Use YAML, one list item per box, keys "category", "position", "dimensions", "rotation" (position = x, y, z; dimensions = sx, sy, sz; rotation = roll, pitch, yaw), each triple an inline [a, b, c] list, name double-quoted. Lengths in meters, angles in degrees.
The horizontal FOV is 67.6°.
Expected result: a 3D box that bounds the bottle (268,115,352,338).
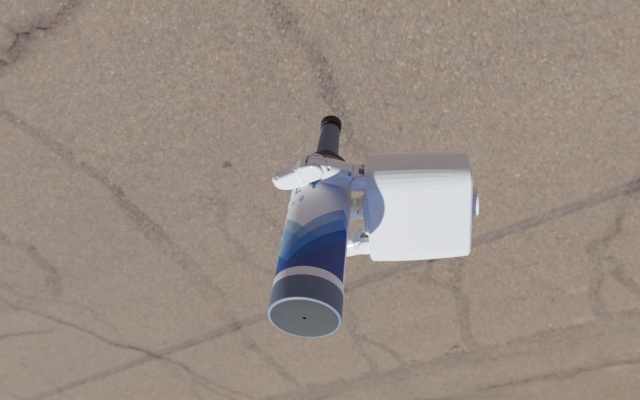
- category: "bottle"
  position: [0.000, 0.002, 0.526]
  dimensions: [0.069, 0.069, 0.295]
  rotation: [4, 45, 4]
